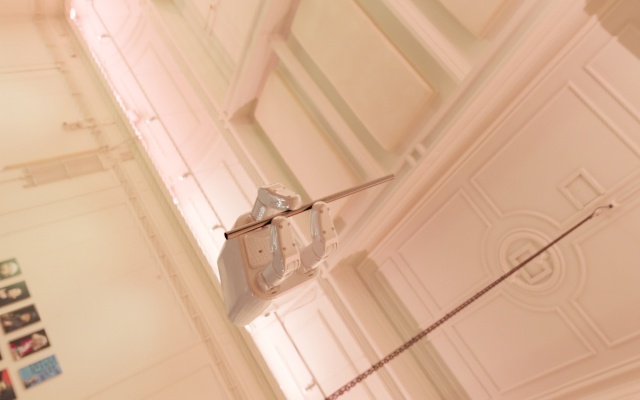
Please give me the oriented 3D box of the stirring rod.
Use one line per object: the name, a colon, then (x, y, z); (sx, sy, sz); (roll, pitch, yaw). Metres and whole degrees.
stirring rod: (0.000, 0.002, 0.526); (0.239, 0.011, 0.011); (-20, 12, -37)
